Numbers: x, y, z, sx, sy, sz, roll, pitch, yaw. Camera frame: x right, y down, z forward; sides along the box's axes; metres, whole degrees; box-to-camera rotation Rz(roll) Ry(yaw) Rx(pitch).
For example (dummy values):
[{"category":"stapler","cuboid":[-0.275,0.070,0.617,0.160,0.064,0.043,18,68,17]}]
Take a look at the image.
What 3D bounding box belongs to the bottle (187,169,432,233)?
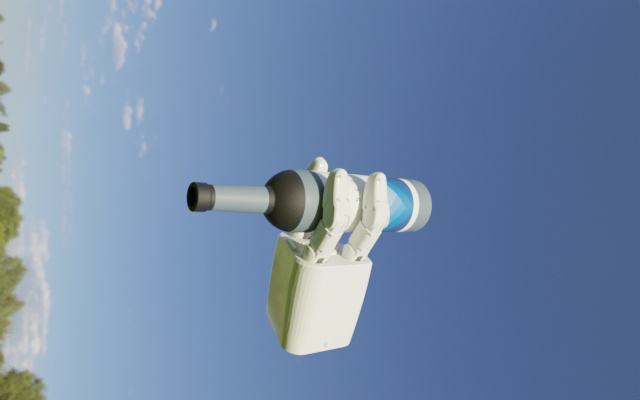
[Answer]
[{"category":"bottle","cuboid":[0.000,0.002,0.522,0.296,0.069,0.069,2,-2,-38]}]
